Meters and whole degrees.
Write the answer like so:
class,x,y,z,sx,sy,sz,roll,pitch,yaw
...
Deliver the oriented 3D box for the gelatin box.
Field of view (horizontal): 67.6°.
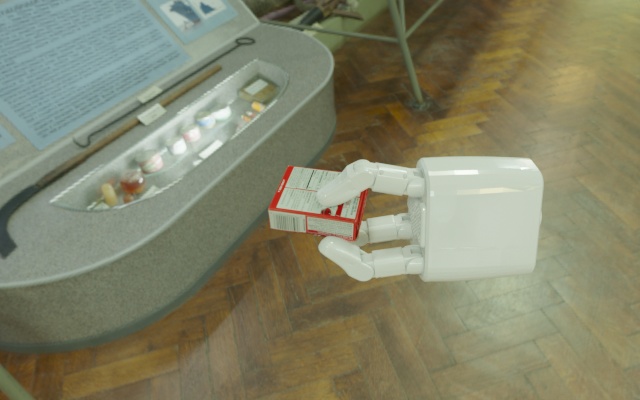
class,x,y,z,sx,sy,sz,roll,pitch,yaw
gelatin box,0.000,0.001,0.479,0.089,0.030,0.073,8,41,9
